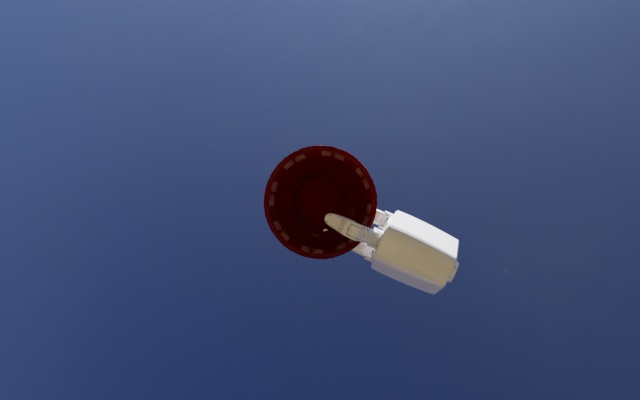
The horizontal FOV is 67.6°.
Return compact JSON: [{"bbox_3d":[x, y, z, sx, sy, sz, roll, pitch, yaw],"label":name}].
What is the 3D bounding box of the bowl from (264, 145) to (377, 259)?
[{"bbox_3d":[-0.001,0.001,0.701,0.162,0.162,0.055,0,1,0],"label":"bowl"}]
